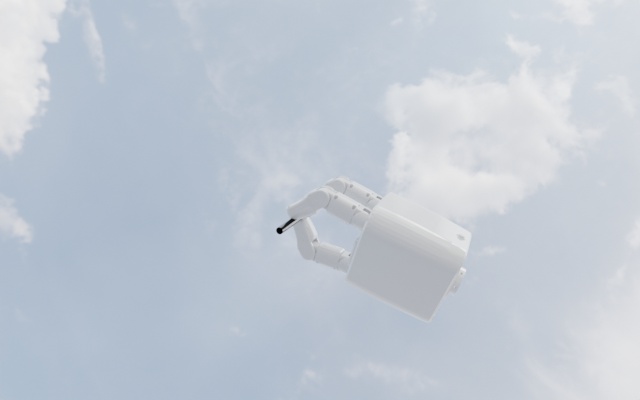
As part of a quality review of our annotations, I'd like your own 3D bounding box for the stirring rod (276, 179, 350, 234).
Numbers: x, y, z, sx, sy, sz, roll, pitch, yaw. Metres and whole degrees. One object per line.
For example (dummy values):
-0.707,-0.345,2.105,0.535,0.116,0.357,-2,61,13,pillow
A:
0.000,0.002,0.613,0.011,0.011,0.239,0,15,22,stirring rod
